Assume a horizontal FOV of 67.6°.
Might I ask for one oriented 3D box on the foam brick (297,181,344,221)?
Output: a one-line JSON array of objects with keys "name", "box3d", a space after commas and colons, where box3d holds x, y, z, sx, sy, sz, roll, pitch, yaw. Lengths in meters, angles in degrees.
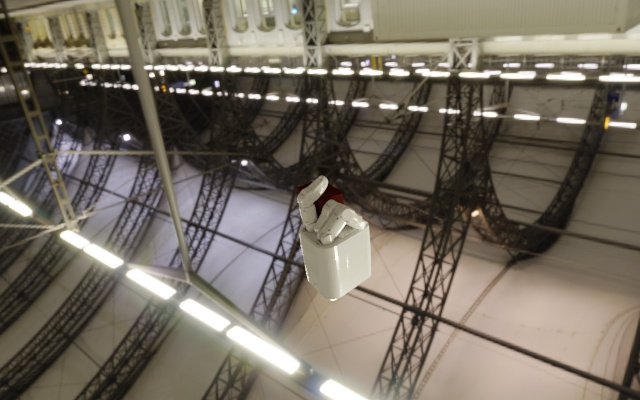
[{"name": "foam brick", "box3d": [0.000, 0.003, 0.837, 0.053, 0.051, 0.078, -18, 26, -22]}]
